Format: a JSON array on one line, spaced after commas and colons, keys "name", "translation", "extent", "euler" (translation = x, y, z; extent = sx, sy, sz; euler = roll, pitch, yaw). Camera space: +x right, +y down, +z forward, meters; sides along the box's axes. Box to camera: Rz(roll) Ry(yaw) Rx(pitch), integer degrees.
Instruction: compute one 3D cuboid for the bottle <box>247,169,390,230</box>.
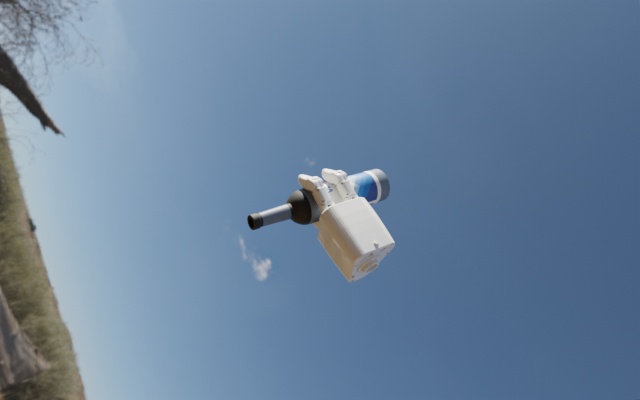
[{"name": "bottle", "translation": [0.000, 0.003, 0.890], "extent": [0.295, 0.069, 0.069], "euler": [-16, 9, -33]}]
